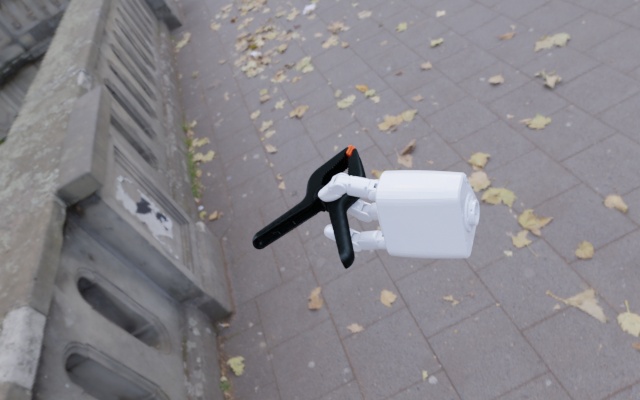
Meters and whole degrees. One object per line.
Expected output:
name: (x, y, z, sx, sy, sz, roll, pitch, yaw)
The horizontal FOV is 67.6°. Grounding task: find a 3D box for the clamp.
clamp: (0.000, 0.001, 0.699, 0.164, 0.210, 0.036, 2, -39, 28)
